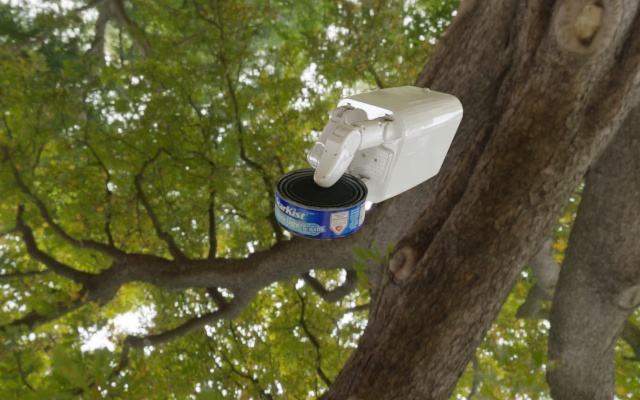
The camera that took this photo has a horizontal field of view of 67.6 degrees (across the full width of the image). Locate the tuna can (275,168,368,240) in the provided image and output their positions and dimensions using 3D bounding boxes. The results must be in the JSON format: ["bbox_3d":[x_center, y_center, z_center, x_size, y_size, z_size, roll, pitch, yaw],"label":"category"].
[{"bbox_3d":[0.000,0.002,0.446,0.086,0.034,0.086,4,27,-2],"label":"tuna can"}]
